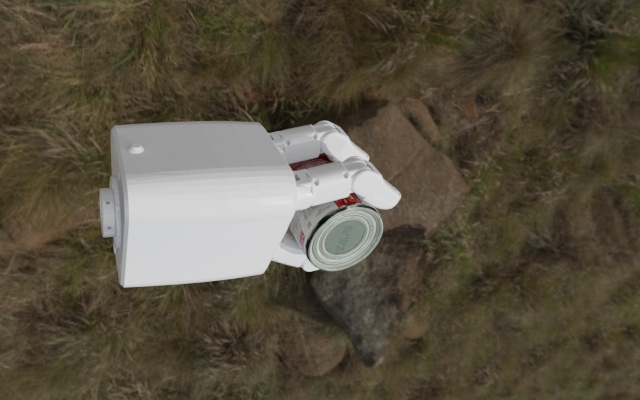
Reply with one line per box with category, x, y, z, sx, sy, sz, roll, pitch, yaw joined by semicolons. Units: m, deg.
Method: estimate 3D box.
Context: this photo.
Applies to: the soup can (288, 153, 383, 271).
soup can;0.001;0.002;0.405;0.068;0.068;0.102;0;36;-30
